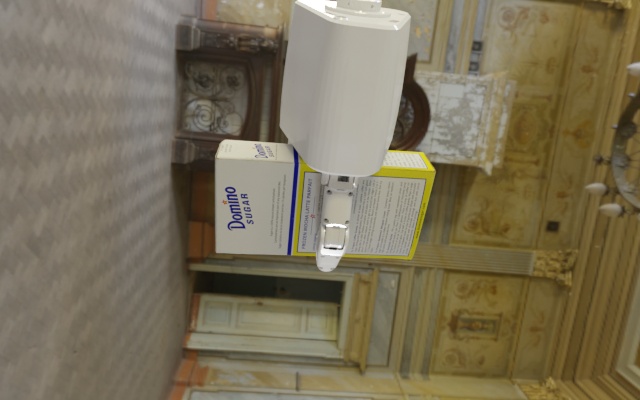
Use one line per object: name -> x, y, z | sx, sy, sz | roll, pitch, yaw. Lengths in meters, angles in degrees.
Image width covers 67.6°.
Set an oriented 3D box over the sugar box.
sugar box -> 0.000, 0.001, 0.412 | 0.176, 0.093, 0.048 | 5, 29, -5
